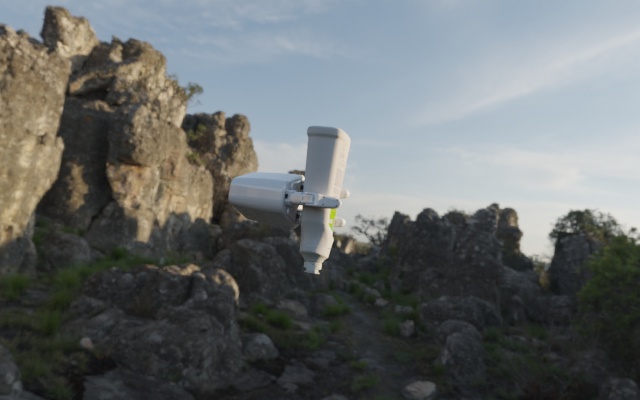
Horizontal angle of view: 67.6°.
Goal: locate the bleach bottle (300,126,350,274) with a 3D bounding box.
[{"bbox_3d":[0.000,0.003,0.842,0.068,0.251,0.102,7,-4,17],"label":"bleach bottle"}]
